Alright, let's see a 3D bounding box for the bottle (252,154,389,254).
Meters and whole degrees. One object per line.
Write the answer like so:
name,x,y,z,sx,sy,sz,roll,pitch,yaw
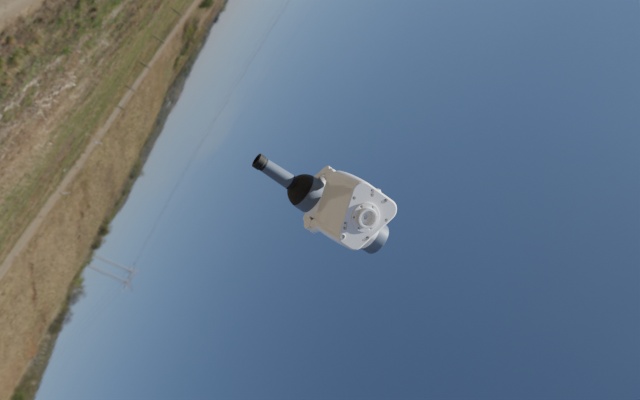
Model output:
bottle,0.000,0.003,0.896,0.296,0.069,0.069,33,-15,-23
